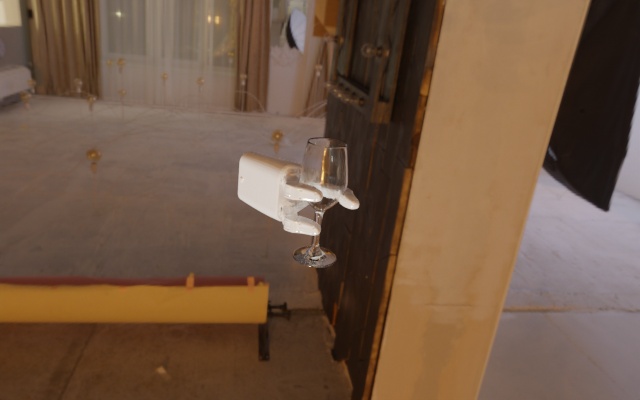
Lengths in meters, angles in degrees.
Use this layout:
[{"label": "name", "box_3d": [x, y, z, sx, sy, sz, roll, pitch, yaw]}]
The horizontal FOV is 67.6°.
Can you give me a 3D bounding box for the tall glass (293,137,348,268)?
[{"label": "tall glass", "box_3d": [0.000, 0.003, 0.772, 0.079, 0.201, 0.079, 6, 21, -2]}]
